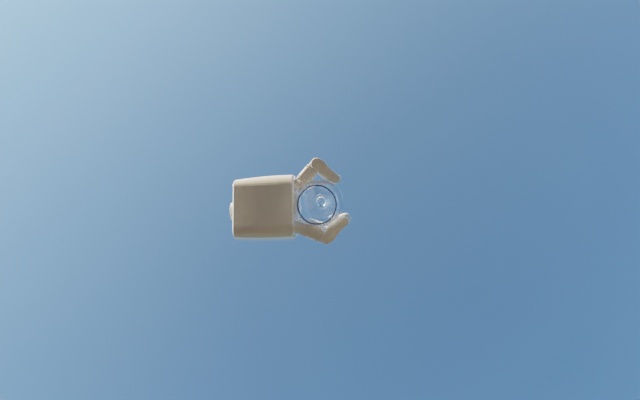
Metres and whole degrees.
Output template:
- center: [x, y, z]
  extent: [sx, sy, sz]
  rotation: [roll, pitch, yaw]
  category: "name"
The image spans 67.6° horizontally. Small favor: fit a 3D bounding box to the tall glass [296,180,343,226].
- center: [0.000, 0.003, 0.834]
  extent: [0.079, 0.079, 0.201]
  rotation: [0, 2, 3]
  category: "tall glass"
